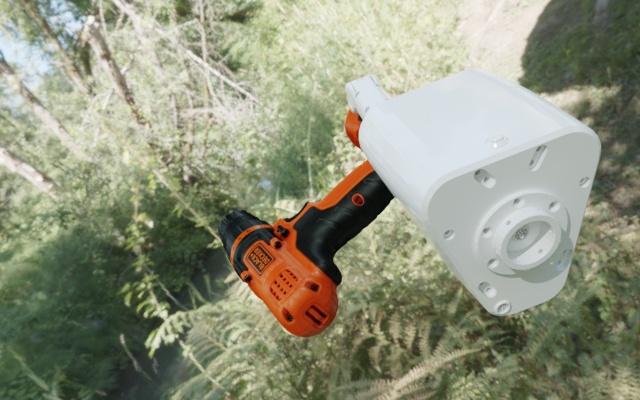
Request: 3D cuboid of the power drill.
[{"bbox_3d":[0.000,0.001,0.406,0.057,0.187,0.184,43,-5,-35],"label":"power drill"}]
